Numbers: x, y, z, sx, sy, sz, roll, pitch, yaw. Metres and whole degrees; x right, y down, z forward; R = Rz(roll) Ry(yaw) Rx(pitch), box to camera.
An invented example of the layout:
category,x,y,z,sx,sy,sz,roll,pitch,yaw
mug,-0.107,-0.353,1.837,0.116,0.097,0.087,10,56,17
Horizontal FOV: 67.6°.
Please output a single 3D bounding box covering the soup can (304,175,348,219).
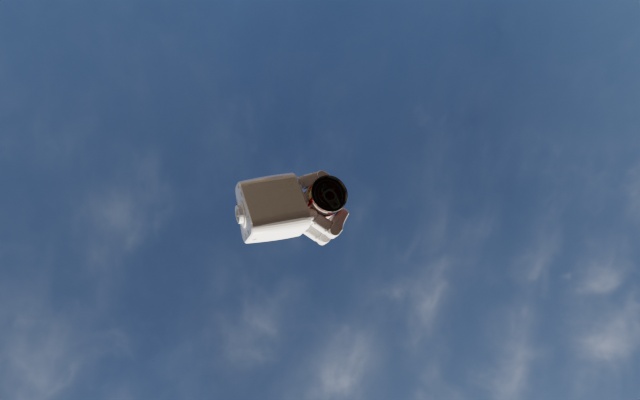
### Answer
category,x,y,z,sx,sy,sz,roll,pitch,yaw
soup can,0.000,0.003,0.876,0.068,0.068,0.102,0,-18,-19
